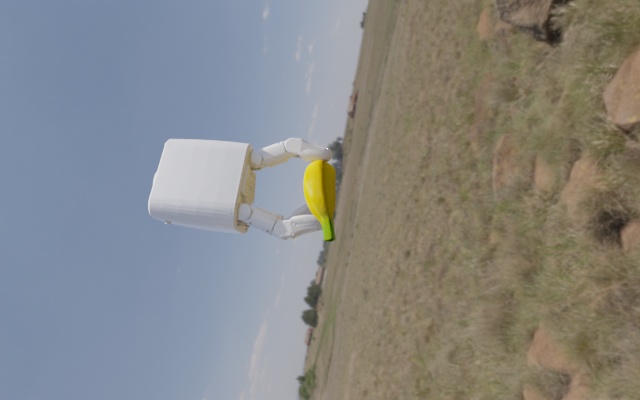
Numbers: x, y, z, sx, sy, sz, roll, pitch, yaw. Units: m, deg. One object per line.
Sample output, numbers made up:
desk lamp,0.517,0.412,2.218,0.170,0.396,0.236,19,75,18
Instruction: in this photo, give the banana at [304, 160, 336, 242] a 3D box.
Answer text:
banana,0.000,-0.015,0.572,0.037,0.070,0.197,1,16,2
